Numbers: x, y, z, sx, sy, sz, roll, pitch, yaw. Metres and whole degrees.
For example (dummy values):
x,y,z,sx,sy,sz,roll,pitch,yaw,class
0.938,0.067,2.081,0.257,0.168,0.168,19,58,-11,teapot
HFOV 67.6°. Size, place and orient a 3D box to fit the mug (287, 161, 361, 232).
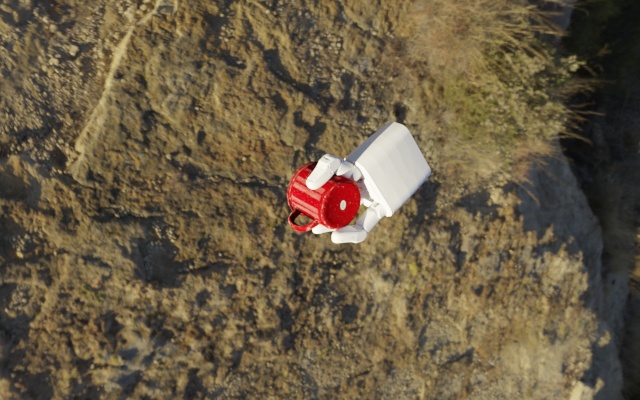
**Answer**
x,y,z,sx,sy,sz,roll,pitch,yaw,class
-0.001,0.003,0.738,0.117,0.093,0.081,-43,40,-16,mug
